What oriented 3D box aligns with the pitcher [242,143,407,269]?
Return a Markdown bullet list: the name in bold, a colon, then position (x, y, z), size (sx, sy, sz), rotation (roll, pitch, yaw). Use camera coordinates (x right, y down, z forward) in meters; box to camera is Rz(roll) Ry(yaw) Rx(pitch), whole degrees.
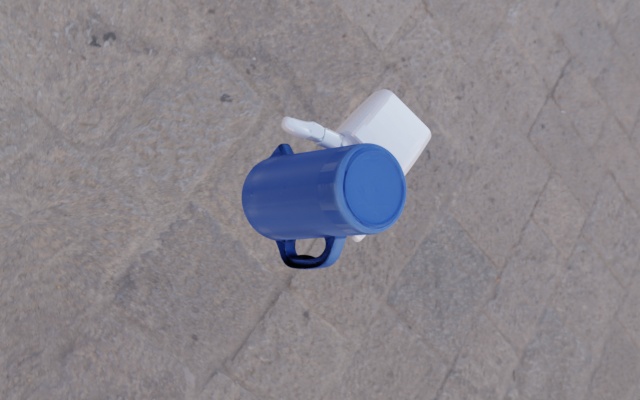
- **pitcher**: position (0.000, 0.002, 0.651), size (0.145, 0.149, 0.243), rotation (-50, 22, -24)
